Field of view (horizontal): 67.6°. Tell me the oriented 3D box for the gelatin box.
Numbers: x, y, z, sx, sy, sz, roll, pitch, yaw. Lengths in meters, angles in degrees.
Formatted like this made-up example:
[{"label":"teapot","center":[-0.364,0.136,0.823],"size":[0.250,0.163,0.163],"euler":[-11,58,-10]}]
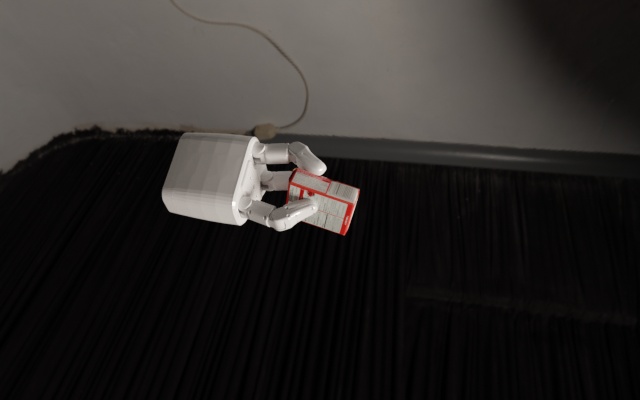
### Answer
[{"label":"gelatin box","center":[0.000,0.002,0.622],"size":[0.089,0.030,0.073],"euler":[19,-37,5]}]
